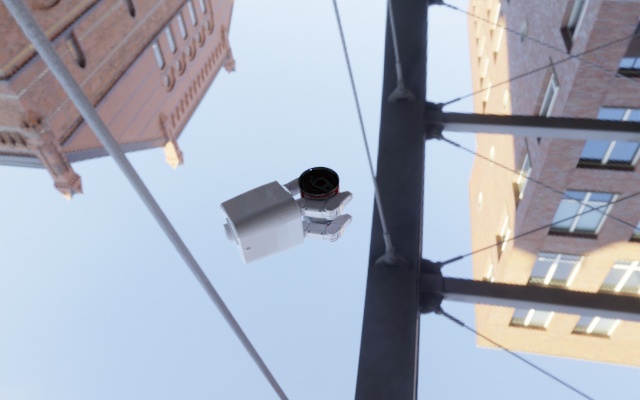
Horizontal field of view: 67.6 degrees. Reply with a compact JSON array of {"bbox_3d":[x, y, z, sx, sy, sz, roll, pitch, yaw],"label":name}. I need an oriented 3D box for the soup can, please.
[{"bbox_3d":[0.001,0.003,0.808,0.068,0.068,0.102,0,-44,5],"label":"soup can"}]
